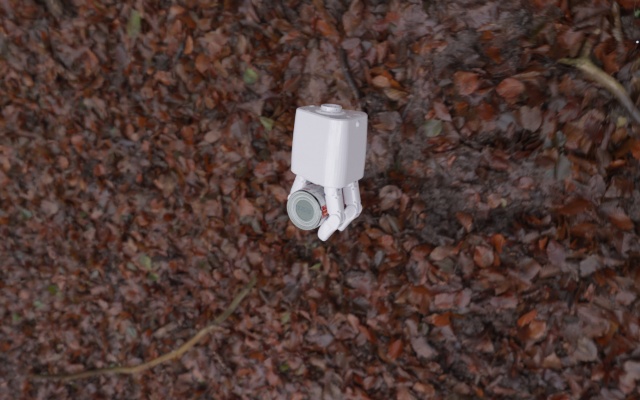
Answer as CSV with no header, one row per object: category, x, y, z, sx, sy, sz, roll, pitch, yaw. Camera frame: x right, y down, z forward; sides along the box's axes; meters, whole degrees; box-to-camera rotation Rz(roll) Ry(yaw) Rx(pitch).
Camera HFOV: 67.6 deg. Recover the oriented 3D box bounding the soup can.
soup can,0.000,0.003,0.796,0.068,0.068,0.102,0,15,34
